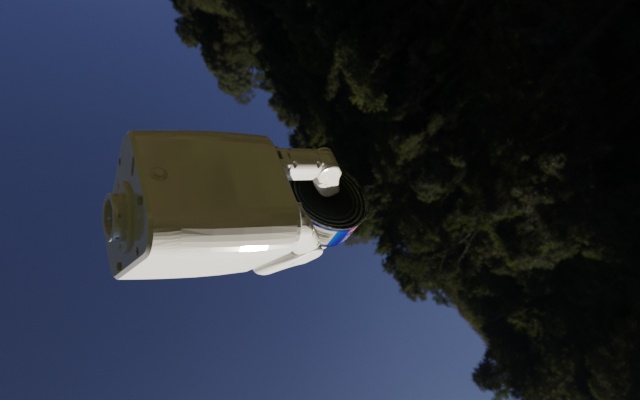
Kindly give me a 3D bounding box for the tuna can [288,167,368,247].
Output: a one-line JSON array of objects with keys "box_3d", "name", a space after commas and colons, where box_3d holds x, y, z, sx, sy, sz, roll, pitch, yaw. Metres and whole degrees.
[{"box_3d": [0.000, 0.002, 0.459, 0.086, 0.086, 0.034, 0, -38, -33], "name": "tuna can"}]
